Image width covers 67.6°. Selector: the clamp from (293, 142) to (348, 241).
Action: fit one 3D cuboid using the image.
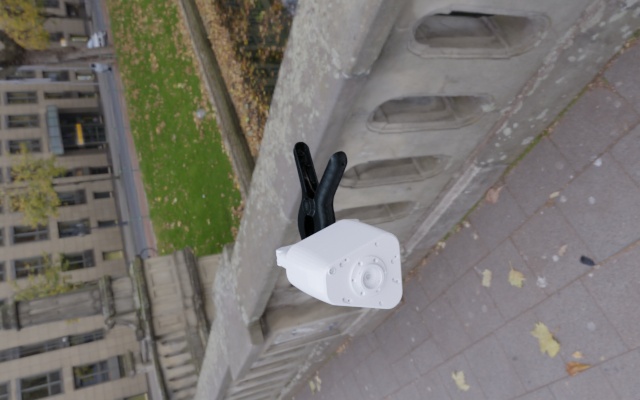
[{"bbox_3d":[0.000,0.002,0.667,0.039,0.171,0.120,-8,8,-25],"label":"clamp"}]
